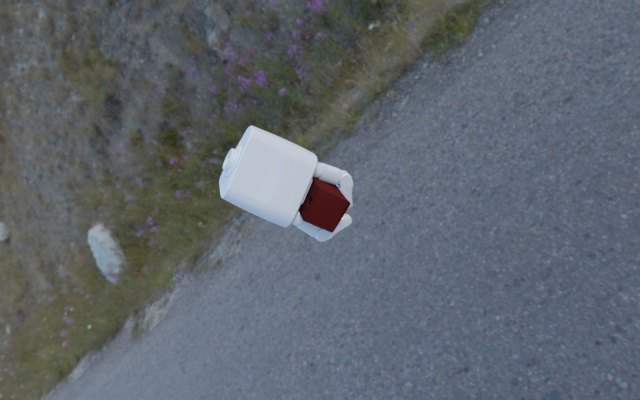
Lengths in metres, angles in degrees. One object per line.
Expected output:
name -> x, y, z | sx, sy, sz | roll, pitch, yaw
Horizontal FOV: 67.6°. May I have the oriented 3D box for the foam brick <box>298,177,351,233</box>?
foam brick -> 0.000, 0.002, 0.695 | 0.051, 0.053, 0.078 | 25, 13, -21
